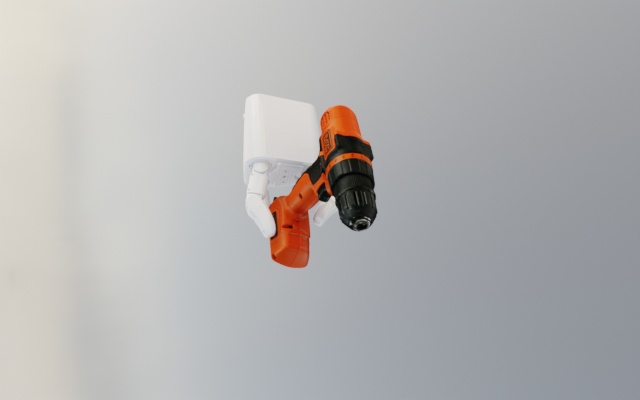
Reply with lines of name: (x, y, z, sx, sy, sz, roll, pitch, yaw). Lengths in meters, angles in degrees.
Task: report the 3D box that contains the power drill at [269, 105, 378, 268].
power drill: (0.000, 0.002, 0.582, 0.057, 0.184, 0.188, 19, -48, -24)
